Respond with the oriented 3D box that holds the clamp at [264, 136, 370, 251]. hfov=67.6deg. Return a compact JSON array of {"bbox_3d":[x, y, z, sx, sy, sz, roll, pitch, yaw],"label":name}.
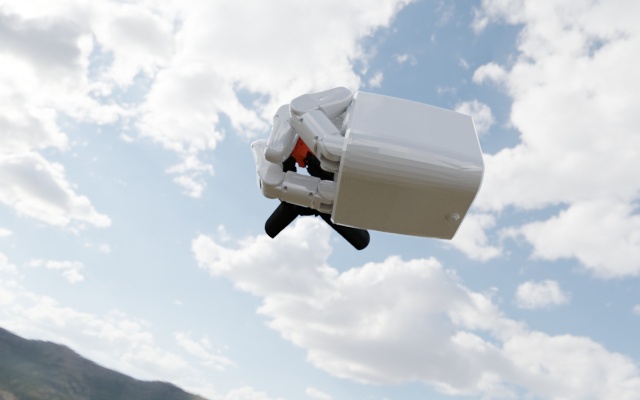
[{"bbox_3d":[0.000,0.001,0.487,0.120,0.039,0.172,6,-31,-1],"label":"clamp"}]
